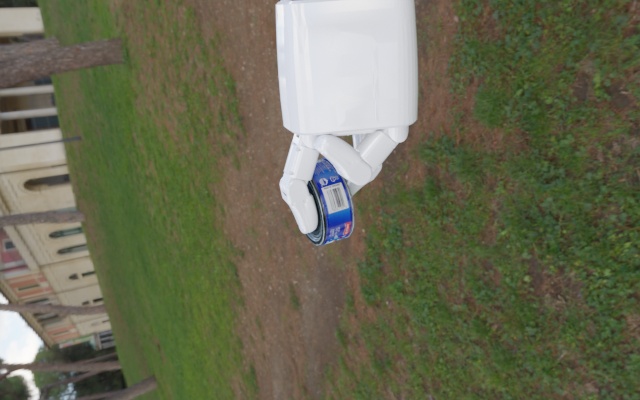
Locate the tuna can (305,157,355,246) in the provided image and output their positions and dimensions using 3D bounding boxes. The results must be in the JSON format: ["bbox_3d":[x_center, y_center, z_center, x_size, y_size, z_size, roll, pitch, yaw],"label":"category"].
[{"bbox_3d":[0.000,0.002,0.484,0.034,0.086,0.086,-17,6,-20],"label":"tuna can"}]
